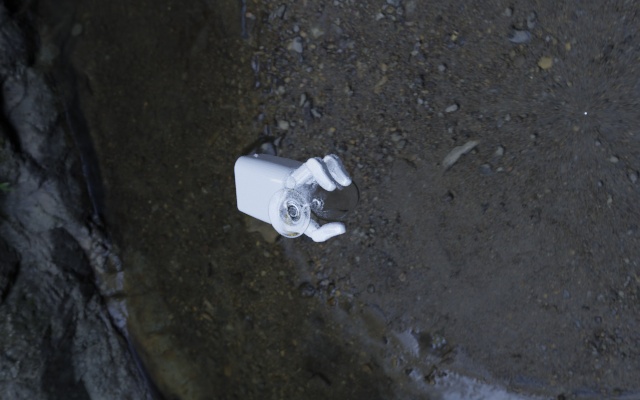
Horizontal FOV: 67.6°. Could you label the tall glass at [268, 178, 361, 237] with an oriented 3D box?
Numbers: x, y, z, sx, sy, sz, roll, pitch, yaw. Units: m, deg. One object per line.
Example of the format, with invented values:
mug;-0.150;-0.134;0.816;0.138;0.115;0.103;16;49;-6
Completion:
tall glass;0.000;0.003;0.790;0.079;0.079;0.201;0;9;29
